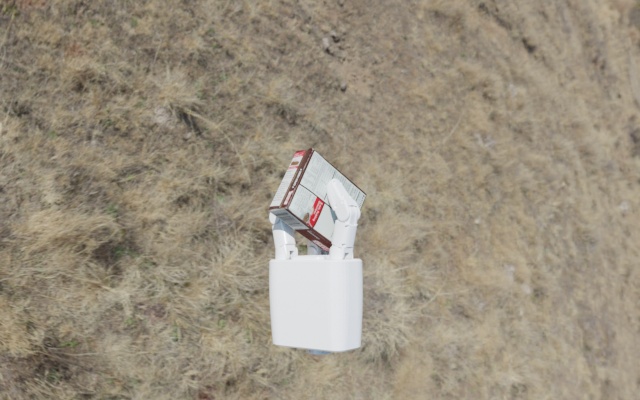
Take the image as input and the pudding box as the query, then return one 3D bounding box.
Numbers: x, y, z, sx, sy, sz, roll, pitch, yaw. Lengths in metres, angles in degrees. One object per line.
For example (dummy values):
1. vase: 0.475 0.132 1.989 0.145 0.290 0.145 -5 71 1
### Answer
1. pudding box: 0.000 0.002 0.604 0.039 0.090 0.113 -3 -34 47
